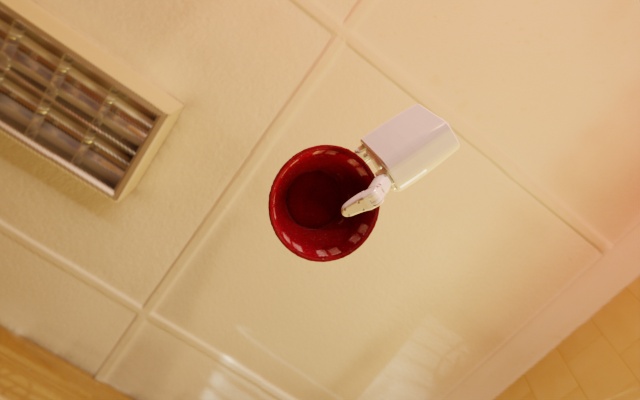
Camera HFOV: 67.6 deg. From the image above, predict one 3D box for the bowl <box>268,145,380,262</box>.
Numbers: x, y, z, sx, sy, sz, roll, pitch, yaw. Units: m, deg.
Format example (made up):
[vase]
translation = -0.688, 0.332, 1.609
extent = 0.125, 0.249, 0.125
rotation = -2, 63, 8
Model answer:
[bowl]
translation = -0.001, 0.003, 0.673
extent = 0.162, 0.162, 0.055
rotation = 0, 7, -19
